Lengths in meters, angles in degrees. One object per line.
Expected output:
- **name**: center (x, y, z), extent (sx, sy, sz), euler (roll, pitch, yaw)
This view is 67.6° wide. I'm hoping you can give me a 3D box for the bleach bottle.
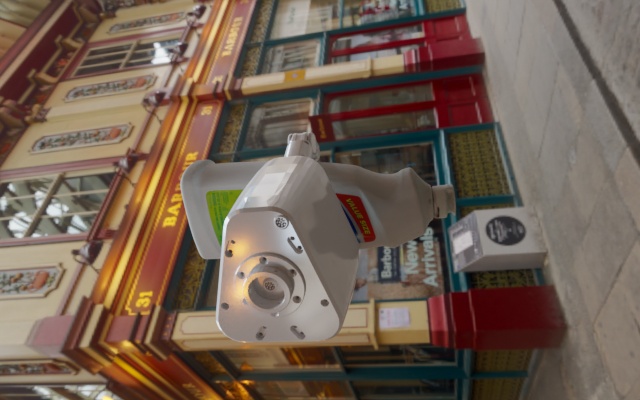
- **bleach bottle**: center (0.000, 0.002, 0.463), extent (0.251, 0.103, 0.068), euler (-5, 22, 11)
